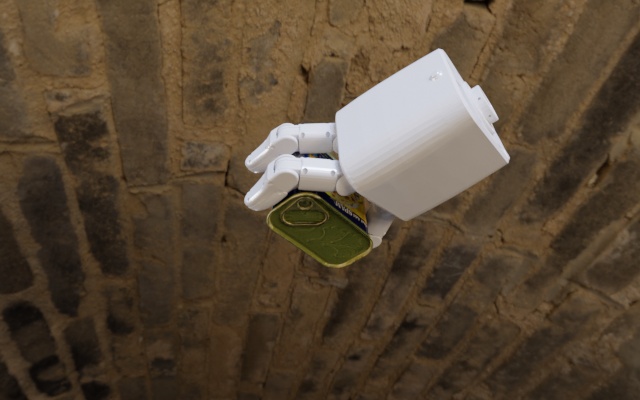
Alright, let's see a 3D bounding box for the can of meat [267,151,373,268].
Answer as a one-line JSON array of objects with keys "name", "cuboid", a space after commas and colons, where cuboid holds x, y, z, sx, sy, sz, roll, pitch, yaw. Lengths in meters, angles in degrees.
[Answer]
[{"name": "can of meat", "cuboid": [0.000, 0.001, 0.453, 0.057, 0.083, 0.102, -34, -53, 27]}]
